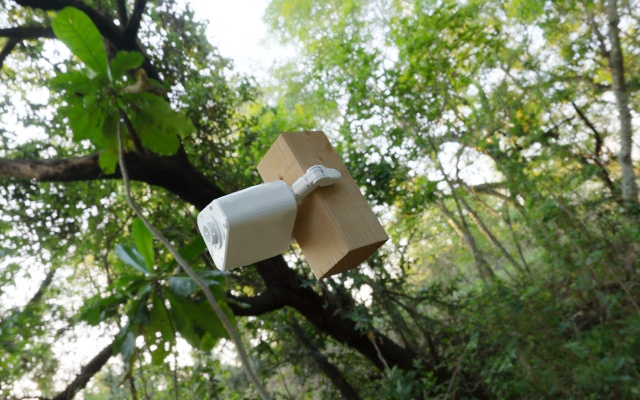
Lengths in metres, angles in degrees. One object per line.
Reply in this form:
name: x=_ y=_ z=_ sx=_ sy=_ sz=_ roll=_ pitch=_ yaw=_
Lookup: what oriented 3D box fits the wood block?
wood block: x=0.000 y=0.002 z=0.721 sx=0.090 sy=0.206 sz=0.091 roll=-10 pitch=-28 yaw=-44
